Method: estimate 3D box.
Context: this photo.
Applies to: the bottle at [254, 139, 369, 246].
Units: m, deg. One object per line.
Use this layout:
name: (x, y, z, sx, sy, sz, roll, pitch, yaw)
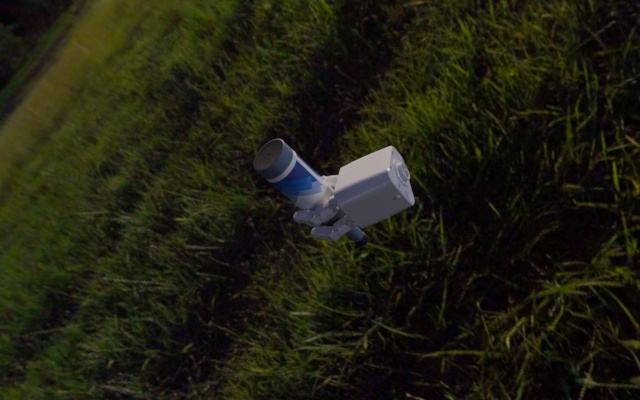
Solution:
bottle: (0.000, 0.003, 0.877, 0.069, 0.069, 0.296, 0, -32, 44)
